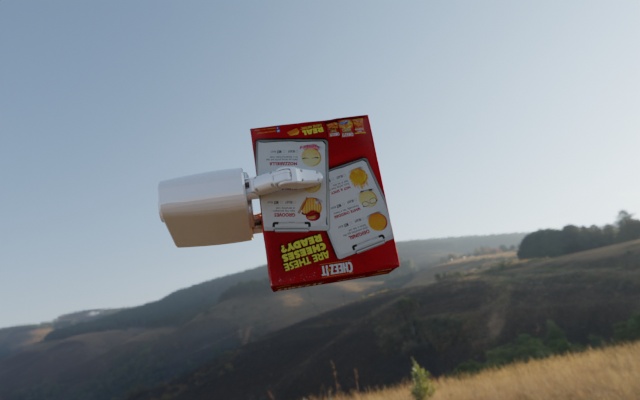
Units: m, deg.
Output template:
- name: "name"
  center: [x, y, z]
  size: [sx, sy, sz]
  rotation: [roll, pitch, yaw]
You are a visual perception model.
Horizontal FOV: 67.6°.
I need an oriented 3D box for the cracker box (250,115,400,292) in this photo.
- name: "cracker box"
  center: [0.000, 0.002, 0.639]
  size: [0.164, 0.213, 0.072]
  rotation: [-8, -17, -6]
